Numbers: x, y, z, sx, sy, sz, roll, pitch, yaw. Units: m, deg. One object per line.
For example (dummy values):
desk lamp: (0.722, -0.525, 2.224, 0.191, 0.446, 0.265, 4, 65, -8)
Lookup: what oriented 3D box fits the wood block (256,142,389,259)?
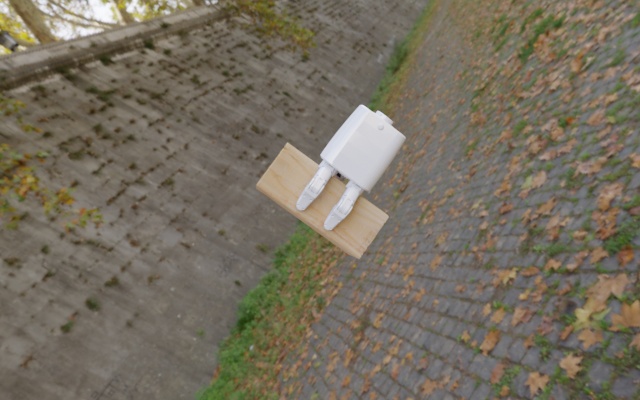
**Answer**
wood block: (0.000, 0.002, 0.814, 0.206, 0.090, 0.091, 36, -5, -4)
